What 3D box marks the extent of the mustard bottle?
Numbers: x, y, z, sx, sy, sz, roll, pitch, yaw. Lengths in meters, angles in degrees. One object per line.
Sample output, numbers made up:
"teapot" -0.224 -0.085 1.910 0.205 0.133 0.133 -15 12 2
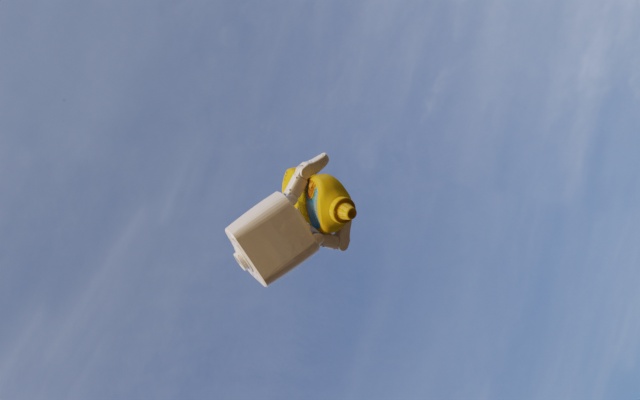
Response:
"mustard bottle" 0.000 0.002 0.781 0.058 0.096 0.191 -10 15 -26
